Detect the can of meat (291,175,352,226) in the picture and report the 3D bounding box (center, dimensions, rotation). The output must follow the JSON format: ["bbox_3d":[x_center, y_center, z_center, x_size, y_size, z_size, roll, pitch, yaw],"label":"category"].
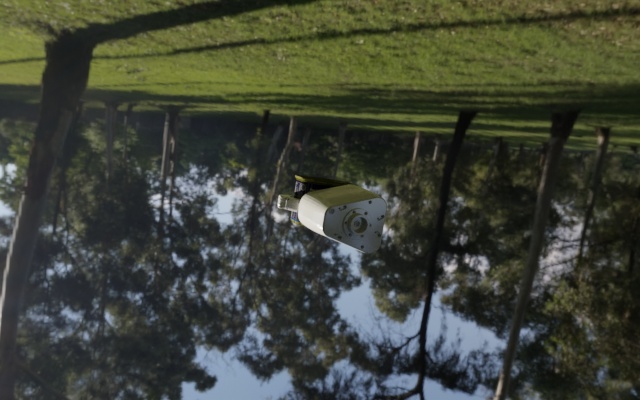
[{"bbox_3d":[0.000,0.003,0.862,0.102,0.084,0.057,6,7,-26],"label":"can of meat"}]
